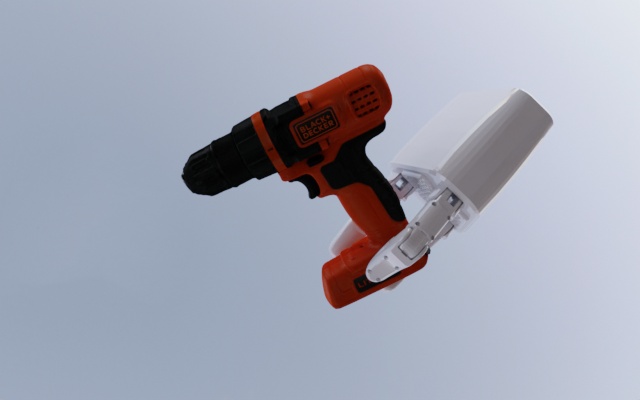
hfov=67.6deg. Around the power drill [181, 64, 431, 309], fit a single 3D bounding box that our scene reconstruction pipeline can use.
[{"bbox_3d":[0.001,0.002,0.415,0.184,0.188,0.057,-26,23,5],"label":"power drill"}]
